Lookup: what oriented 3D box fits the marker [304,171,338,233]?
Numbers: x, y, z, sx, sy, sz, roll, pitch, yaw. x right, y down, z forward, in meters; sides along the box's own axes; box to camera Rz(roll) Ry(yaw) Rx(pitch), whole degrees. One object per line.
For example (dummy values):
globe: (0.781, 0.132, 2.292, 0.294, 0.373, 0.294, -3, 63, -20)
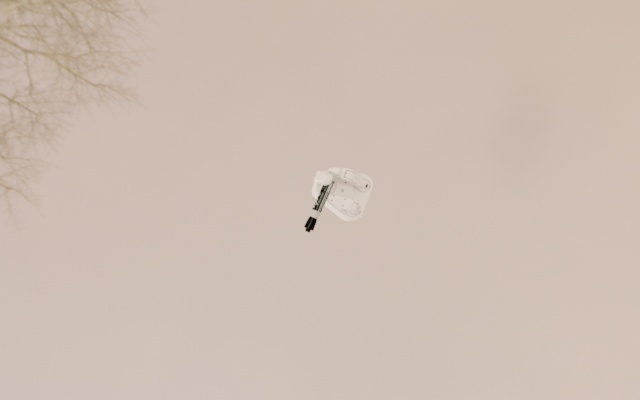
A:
marker: (0.000, 0.003, 0.890, 0.020, 0.121, 0.020, 24, -5, 2)
